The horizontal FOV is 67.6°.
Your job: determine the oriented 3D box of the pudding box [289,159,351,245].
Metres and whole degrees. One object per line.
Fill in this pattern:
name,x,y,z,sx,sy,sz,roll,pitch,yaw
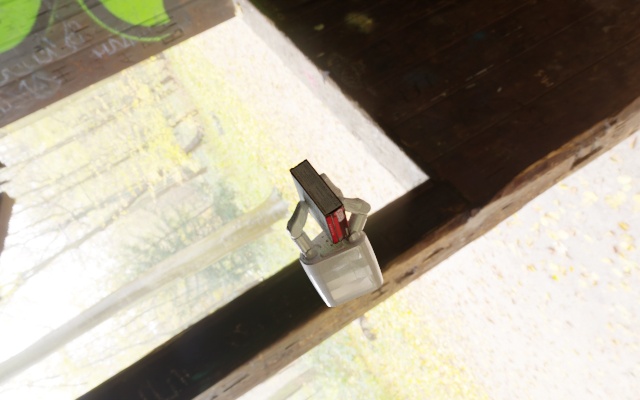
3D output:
pudding box,0.000,0.003,0.750,0.039,0.113,0.090,-33,-33,-11
